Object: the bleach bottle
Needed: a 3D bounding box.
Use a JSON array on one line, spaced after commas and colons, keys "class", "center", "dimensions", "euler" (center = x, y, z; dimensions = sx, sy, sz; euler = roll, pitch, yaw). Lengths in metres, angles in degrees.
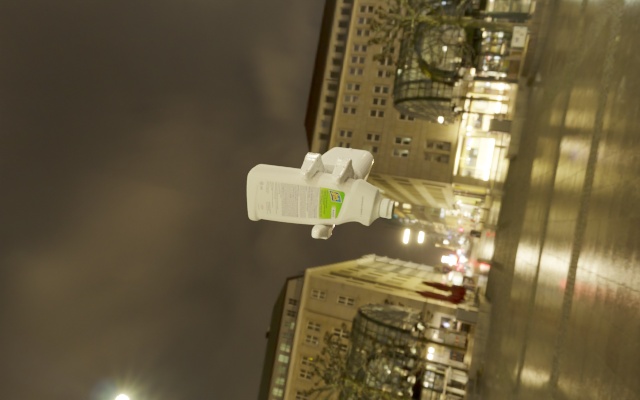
[{"class": "bleach bottle", "center": [0.000, 0.003, 0.817], "dimensions": [0.251, 0.103, 0.068], "euler": [10, 26, 17]}]
